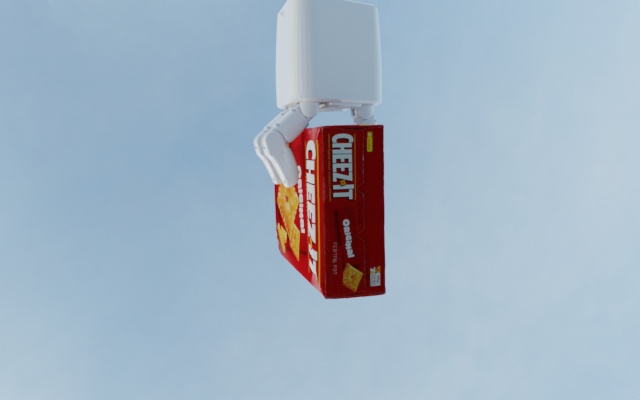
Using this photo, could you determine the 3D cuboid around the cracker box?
[{"bbox_3d":[0.000,0.002,0.541,0.072,0.164,0.213,-4,6,-16],"label":"cracker box"}]
